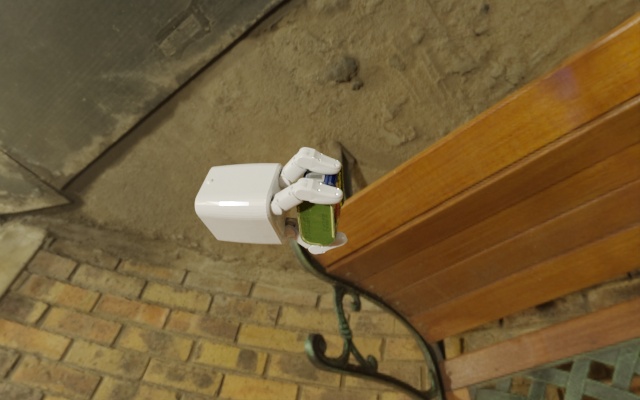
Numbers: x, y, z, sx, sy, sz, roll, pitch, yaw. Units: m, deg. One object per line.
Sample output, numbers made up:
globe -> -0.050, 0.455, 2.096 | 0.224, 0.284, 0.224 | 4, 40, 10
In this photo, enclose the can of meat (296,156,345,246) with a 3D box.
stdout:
can of meat -> 0.000, 0.003, 0.680 | 0.057, 0.102, 0.084 | 3, 43, 9
